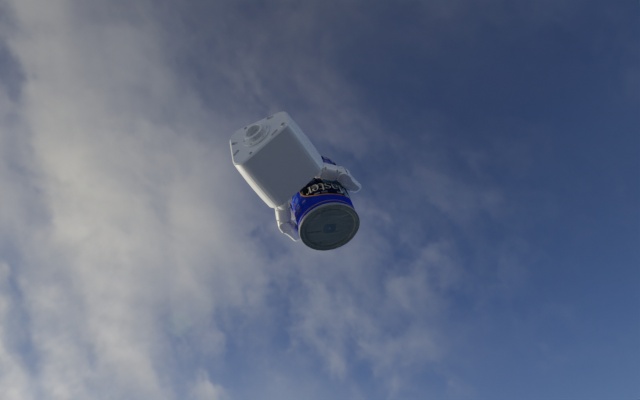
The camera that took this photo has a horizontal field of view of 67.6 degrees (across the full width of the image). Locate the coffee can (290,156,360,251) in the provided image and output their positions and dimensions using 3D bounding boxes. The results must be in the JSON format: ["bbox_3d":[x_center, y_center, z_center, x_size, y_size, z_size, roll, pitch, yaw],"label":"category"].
[{"bbox_3d":[0.000,0.003,0.835,0.103,0.103,0.140,0,39,-17],"label":"coffee can"}]
